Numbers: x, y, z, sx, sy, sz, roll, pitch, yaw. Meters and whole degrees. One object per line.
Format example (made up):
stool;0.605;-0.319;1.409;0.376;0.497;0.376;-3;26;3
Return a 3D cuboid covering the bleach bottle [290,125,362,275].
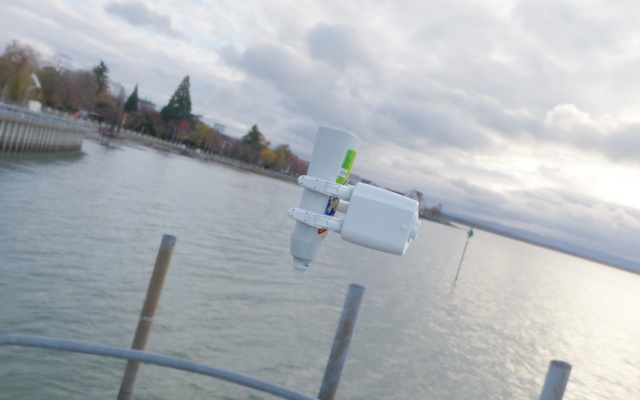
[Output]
bleach bottle;0.000;0.003;0.823;0.068;0.251;0.102;17;3;17
